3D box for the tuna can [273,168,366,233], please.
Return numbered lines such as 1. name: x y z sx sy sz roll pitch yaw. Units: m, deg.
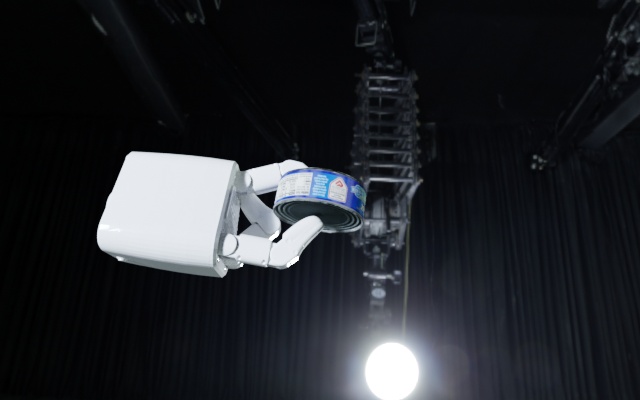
1. tuna can: 0.000 0.001 0.453 0.086 0.033 0.086 8 -21 3
